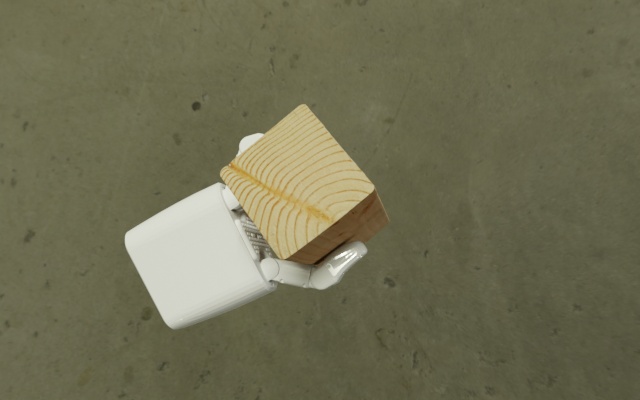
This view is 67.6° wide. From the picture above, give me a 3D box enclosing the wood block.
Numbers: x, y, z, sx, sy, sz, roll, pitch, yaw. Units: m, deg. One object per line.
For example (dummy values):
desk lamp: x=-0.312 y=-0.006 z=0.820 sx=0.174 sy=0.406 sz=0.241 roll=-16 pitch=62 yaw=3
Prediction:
wood block: x=0.000 y=0.002 z=0.458 sx=0.090 sy=0.091 sz=0.206 roll=-38 pitch=-14 yaw=3
